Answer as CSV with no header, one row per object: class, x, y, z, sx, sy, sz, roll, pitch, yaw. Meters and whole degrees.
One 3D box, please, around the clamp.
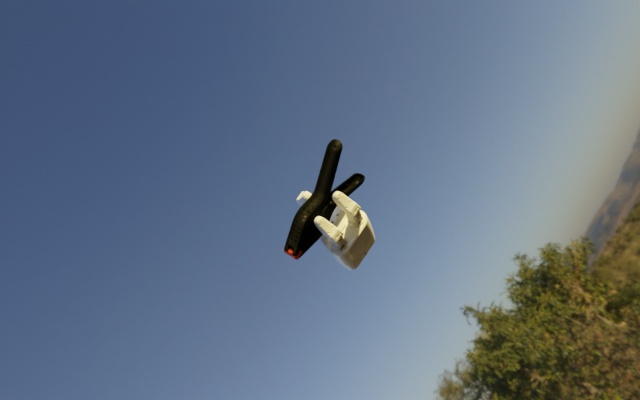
clamp,-0.001,0.003,0.828,0.036,0.210,0.165,29,-14,28
